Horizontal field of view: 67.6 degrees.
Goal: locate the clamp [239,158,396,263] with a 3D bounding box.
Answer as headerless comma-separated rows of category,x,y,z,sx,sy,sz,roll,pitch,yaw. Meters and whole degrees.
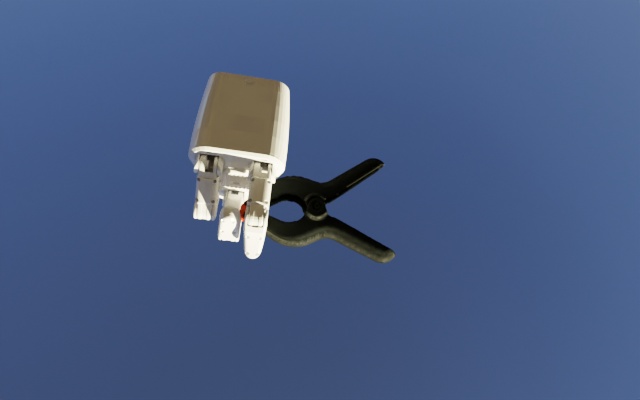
clamp,0.000,0.002,0.525,0.171,0.120,0.039,8,-26,-8
